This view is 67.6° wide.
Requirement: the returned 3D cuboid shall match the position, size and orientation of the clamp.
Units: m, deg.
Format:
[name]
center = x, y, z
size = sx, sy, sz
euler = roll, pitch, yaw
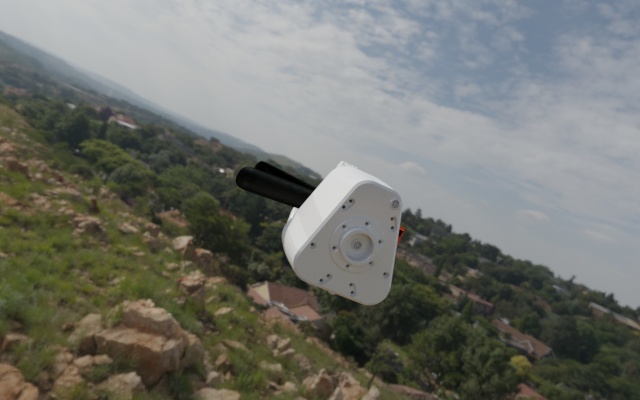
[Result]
[clamp]
center = 0.001, 0.001, 0.581
size = 0.210, 0.036, 0.164
euler = 23, 7, -11
